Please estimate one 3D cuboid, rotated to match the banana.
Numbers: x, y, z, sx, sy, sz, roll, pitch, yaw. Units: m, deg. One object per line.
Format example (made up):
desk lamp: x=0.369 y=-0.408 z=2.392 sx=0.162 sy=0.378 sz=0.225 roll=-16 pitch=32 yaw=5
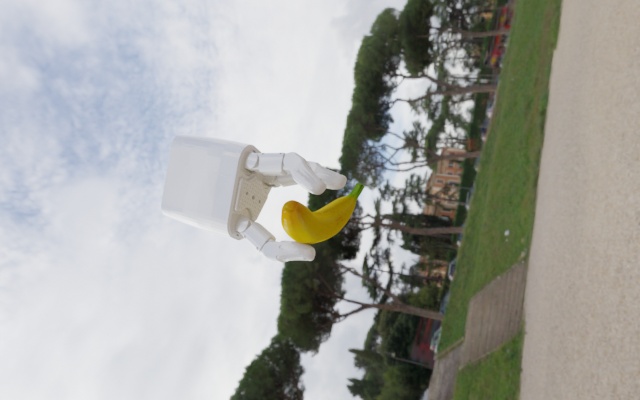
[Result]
banana: x=-0.003 y=0.019 z=0.565 sx=0.037 sy=0.070 sz=0.198 roll=19 pitch=15 yaw=21
